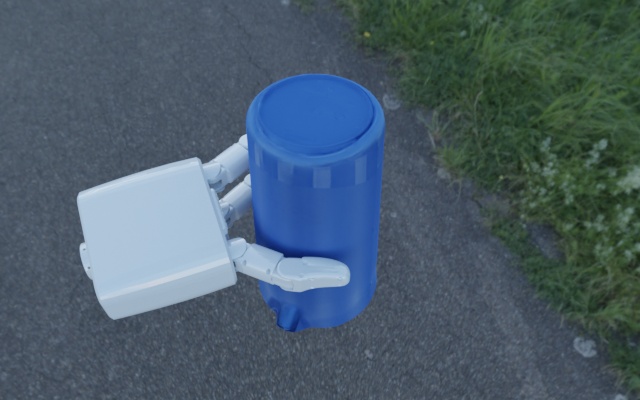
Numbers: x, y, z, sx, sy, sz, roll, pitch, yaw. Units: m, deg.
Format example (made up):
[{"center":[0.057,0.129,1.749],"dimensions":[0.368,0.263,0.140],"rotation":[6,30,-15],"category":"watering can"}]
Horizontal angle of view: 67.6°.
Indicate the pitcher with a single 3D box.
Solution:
[{"center":[0.000,0.002,0.459],"dimensions":[0.145,0.149,0.243],"rotation":[-15,-39,-13],"category":"pitcher"}]
